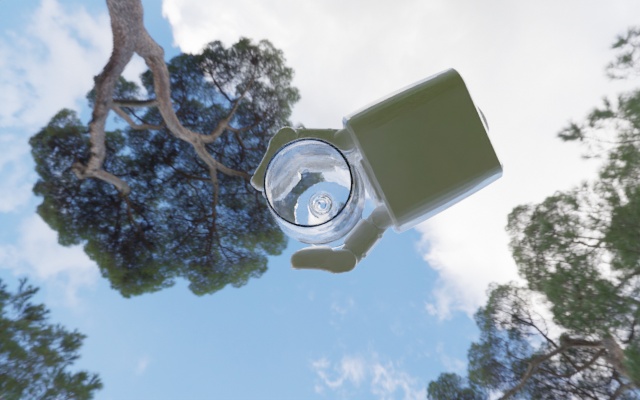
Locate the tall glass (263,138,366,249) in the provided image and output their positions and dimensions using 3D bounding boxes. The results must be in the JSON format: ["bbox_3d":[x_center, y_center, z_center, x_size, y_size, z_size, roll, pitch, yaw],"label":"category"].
[{"bbox_3d":[0.000,0.002,0.419,0.079,0.079,0.201,0,-8,5],"label":"tall glass"}]
